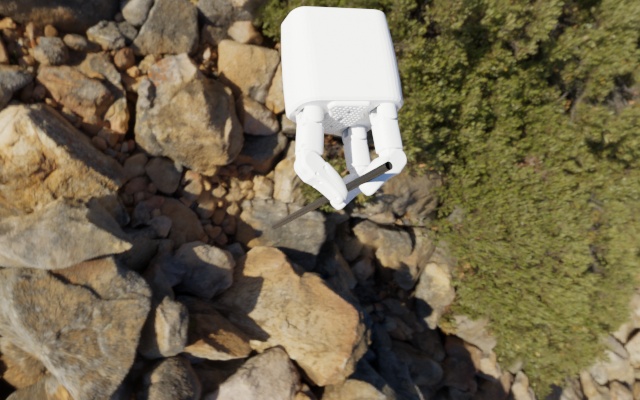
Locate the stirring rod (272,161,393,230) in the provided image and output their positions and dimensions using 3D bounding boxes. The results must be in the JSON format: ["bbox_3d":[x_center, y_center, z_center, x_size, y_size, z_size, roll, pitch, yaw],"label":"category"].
[{"bbox_3d":[0.000,0.002,0.508,0.011,0.011,0.239,0,-15,-30],"label":"stirring rod"}]
